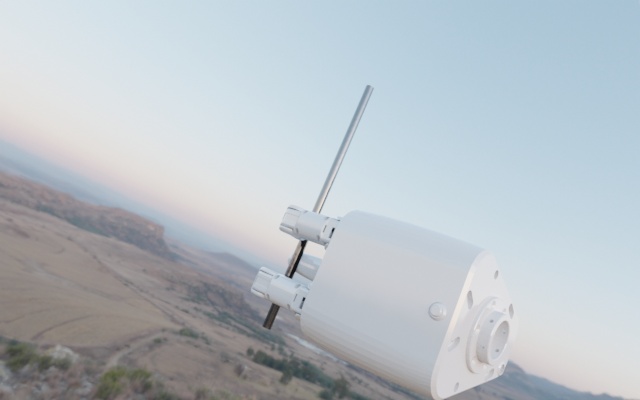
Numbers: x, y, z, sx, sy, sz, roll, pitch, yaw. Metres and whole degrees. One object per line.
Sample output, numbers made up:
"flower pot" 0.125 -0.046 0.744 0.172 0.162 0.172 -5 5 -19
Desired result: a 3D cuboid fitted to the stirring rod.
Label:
"stirring rod" 0.000 0.002 0.433 0.011 0.239 0.011 23 -9 4
